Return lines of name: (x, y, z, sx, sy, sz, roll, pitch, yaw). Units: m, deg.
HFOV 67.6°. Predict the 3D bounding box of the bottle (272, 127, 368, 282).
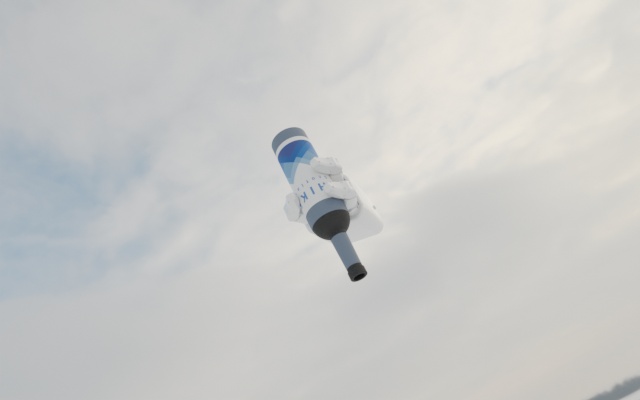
bottle: (0.000, 0.002, 0.781, 0.069, 0.295, 0.069, -19, -33, -13)
